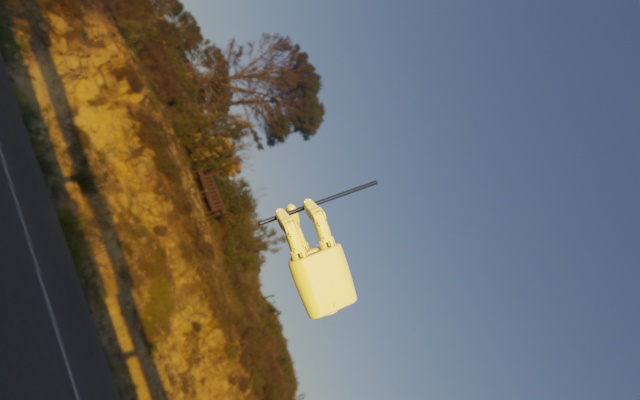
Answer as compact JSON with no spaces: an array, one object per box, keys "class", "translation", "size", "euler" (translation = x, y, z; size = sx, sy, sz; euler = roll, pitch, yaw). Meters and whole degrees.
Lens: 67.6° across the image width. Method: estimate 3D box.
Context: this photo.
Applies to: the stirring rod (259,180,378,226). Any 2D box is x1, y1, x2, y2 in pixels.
[{"class":"stirring rod","translation":[0.000,0.003,0.875],"size":[0.239,0.011,0.011],"euler":[-19,6,-19]}]
